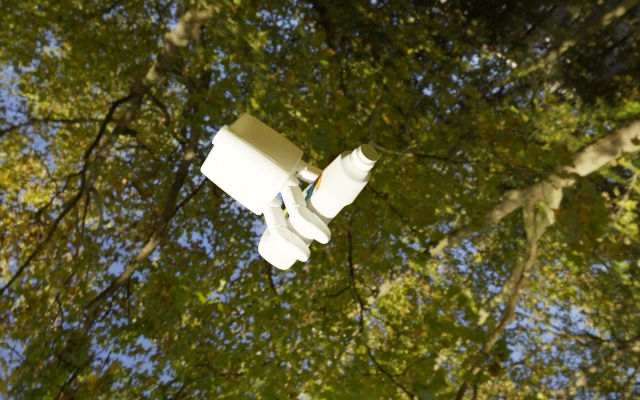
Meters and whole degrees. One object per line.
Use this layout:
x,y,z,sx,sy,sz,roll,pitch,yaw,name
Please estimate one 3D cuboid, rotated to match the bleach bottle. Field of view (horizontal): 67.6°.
0.000,0.002,0.691,0.068,0.102,0.251,36,-48,-8,bleach bottle
